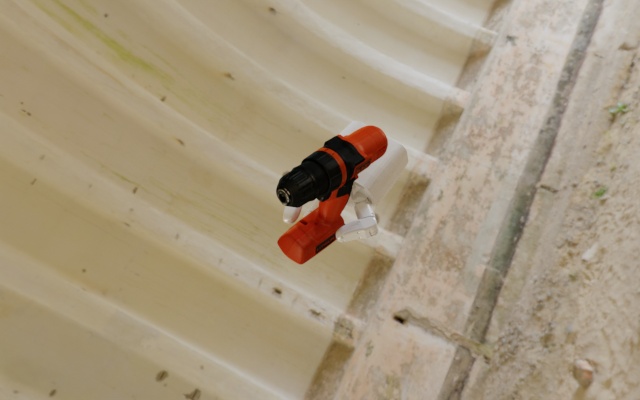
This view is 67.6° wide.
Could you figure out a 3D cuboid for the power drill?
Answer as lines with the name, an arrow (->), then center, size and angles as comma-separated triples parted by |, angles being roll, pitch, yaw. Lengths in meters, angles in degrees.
power drill -> 0.000, 0.002, 0.621 | 0.184, 0.057, 0.188 | -32, -23, -39
